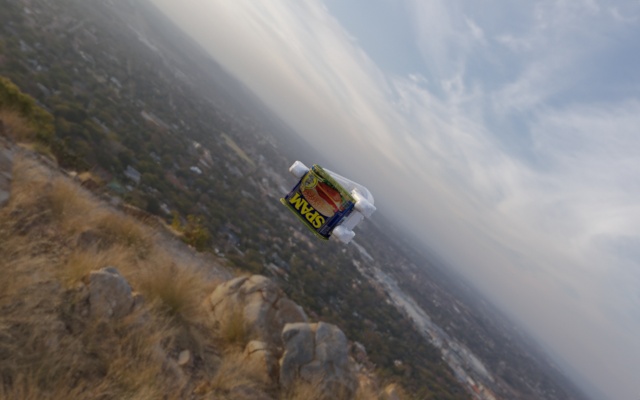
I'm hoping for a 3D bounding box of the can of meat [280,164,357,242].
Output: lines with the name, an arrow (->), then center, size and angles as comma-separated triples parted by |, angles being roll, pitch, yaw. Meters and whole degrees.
can of meat -> 0.000, 0.002, 0.780 | 0.102, 0.084, 0.057 | 44, 6, 17
